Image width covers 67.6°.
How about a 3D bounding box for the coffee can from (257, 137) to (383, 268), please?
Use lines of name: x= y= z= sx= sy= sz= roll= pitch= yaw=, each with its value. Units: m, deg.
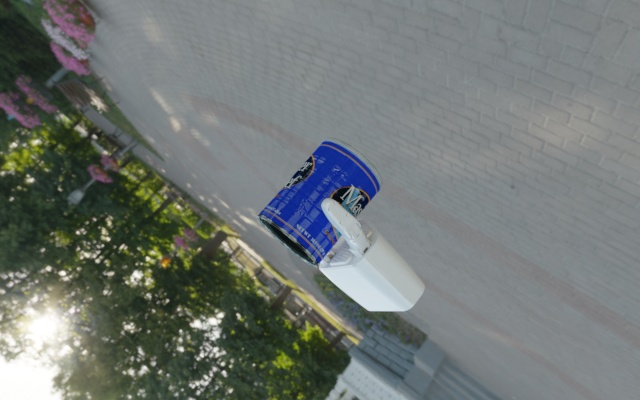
coffee can: x=0.000 y=0.002 z=0.631 sx=0.103 sy=0.140 sz=0.103 roll=38 pitch=-14 yaw=11
